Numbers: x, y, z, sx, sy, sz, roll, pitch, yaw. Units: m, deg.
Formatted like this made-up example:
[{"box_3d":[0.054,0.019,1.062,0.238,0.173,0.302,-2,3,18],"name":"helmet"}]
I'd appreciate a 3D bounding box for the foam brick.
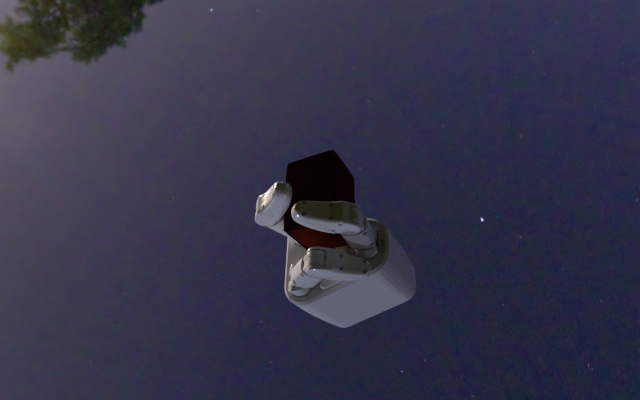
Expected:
[{"box_3d":[0.000,0.001,0.462,0.053,0.078,0.051,-13,-33,24],"name":"foam brick"}]
